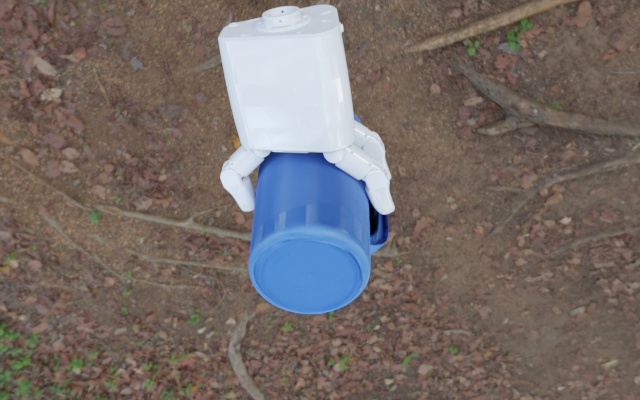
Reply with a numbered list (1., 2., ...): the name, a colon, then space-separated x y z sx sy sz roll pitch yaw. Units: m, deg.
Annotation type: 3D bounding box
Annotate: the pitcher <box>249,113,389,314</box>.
1. pitcher: 0.000 0.002 0.513 0.149 0.145 0.242 -6 36 5
